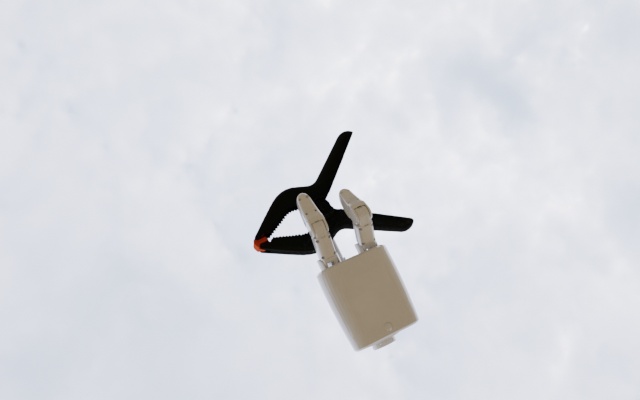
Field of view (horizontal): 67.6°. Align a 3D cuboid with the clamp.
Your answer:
[{"bbox_3d":[0.000,0.003,0.641,0.210,0.164,0.036,-22,-16,-15],"label":"clamp"}]
